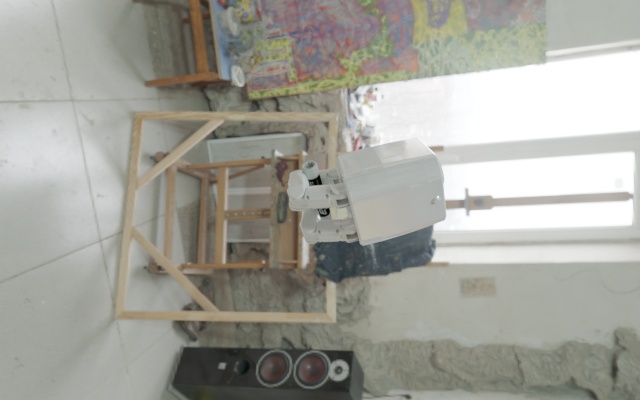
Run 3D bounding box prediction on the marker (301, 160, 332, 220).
[{"bbox_3d":[0.000,0.002,0.604,0.020,0.121,0.020,-10,40,9],"label":"marker"}]
